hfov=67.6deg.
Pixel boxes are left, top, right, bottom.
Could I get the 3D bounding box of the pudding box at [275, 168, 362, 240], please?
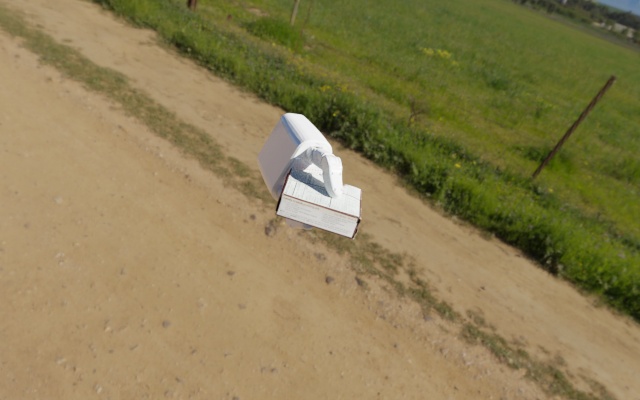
[{"bbox_3d":[0.000,0.002,0.661,0.113,0.039,0.090,16,28,-2],"label":"pudding box"}]
